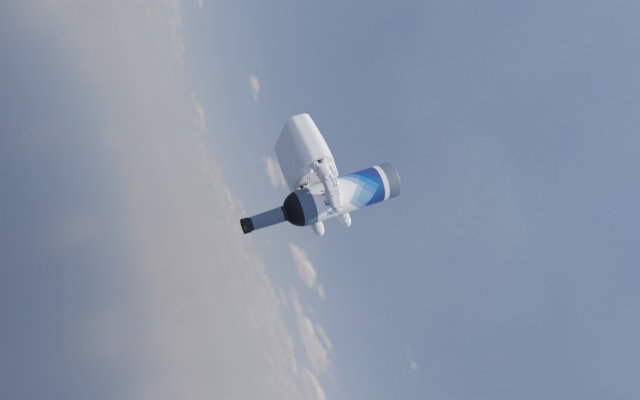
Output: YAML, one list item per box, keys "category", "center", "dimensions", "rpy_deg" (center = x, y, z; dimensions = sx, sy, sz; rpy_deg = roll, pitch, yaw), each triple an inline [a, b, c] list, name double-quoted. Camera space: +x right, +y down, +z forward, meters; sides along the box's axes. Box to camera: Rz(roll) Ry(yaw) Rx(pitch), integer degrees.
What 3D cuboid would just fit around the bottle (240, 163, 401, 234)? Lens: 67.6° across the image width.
- category: "bottle"
  center: [0.000, 0.003, 0.861]
  dimensions: [0.295, 0.069, 0.069]
  rpy_deg: [-18, 5, -16]
